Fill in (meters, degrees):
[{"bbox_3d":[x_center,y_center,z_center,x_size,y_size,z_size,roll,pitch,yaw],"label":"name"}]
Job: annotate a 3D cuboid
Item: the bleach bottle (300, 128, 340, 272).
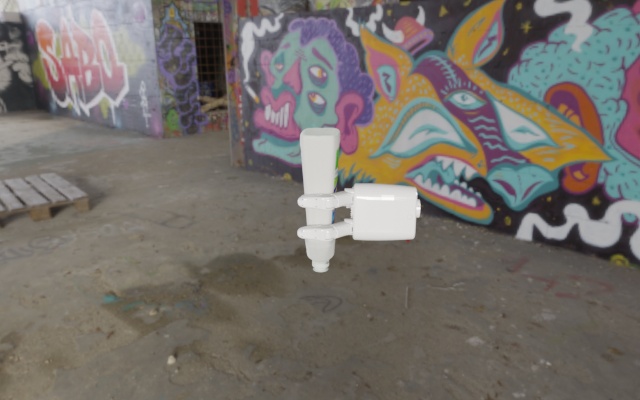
[{"bbox_3d":[0.000,0.003,0.846,0.068,0.251,0.102,1,17,4],"label":"bleach bottle"}]
